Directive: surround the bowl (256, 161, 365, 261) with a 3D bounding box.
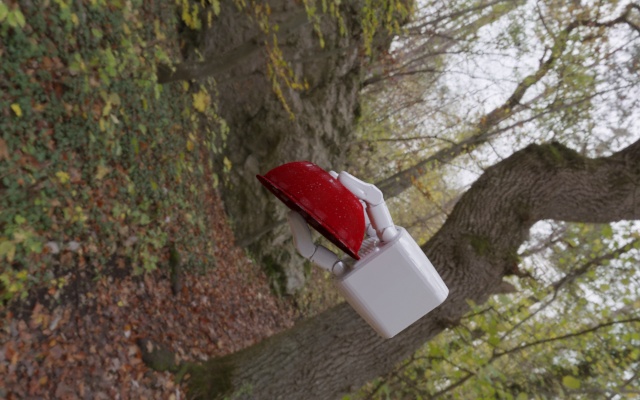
[{"bbox_3d":[-0.001,0.001,0.579,0.162,0.055,0.162,39,-6,4],"label":"bowl"}]
